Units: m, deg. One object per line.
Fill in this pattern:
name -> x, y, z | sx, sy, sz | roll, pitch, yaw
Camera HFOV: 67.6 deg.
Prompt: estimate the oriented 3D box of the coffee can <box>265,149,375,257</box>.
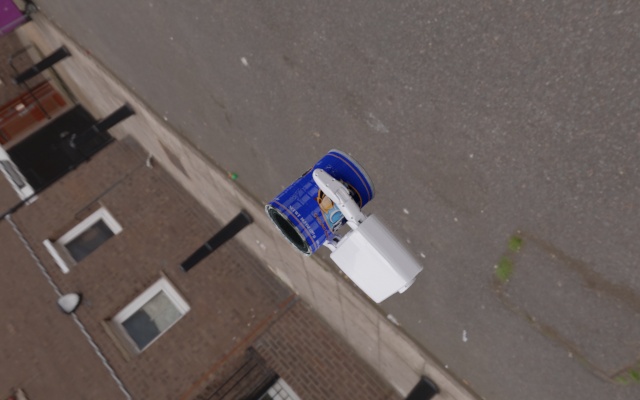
coffee can -> 0.000, 0.002, 0.739 | 0.140, 0.103, 0.103 | -41, 14, -17
